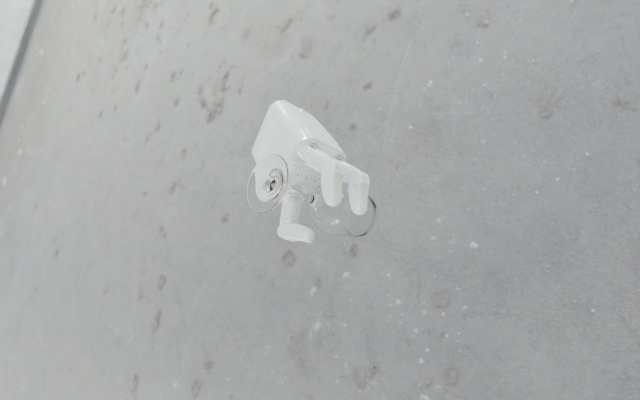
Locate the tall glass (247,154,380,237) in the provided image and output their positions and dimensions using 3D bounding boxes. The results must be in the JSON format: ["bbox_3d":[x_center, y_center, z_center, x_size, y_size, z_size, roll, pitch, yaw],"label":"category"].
[{"bbox_3d":[0.000,0.002,0.651,0.079,0.079,0.201,0,-14,43],"label":"tall glass"}]
